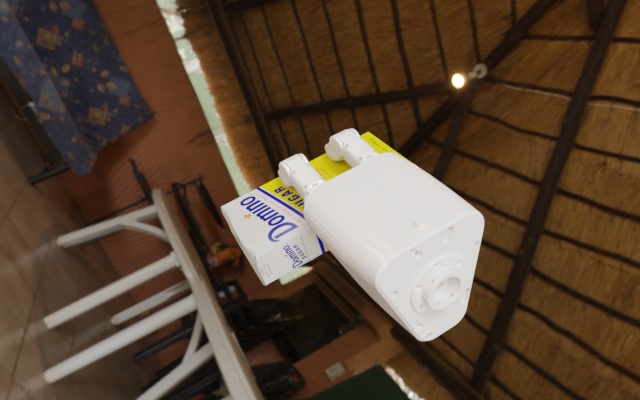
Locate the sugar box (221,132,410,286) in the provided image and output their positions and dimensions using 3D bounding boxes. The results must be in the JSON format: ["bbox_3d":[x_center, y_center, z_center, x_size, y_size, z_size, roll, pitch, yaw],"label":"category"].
[{"bbox_3d":[0.000,0.001,0.468,0.176,0.048,0.093,-27,39,-15],"label":"sugar box"}]
